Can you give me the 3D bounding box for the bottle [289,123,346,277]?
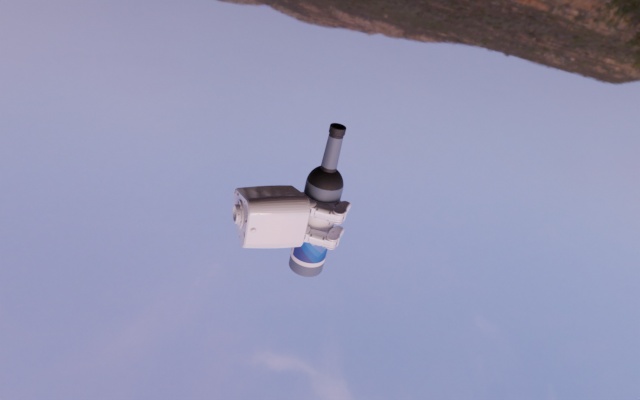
[{"bbox_3d":[0.000,0.003,0.852,0.069,0.296,0.069,10,30,-6],"label":"bottle"}]
